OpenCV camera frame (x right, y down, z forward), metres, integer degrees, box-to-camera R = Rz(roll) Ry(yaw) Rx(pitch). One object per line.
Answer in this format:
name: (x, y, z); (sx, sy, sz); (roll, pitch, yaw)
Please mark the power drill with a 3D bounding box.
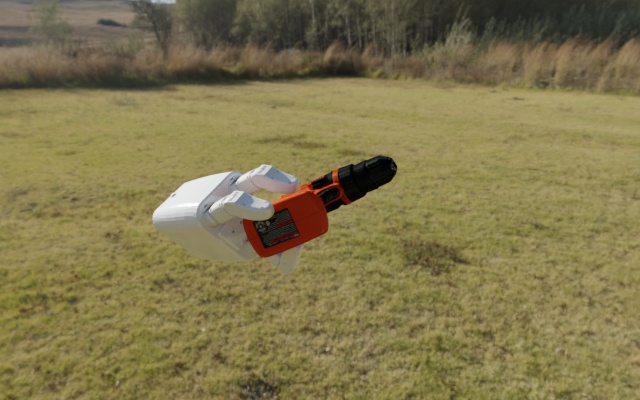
power drill: (0.000, 0.002, 0.609); (0.184, 0.057, 0.187); (-25, 4, 23)
